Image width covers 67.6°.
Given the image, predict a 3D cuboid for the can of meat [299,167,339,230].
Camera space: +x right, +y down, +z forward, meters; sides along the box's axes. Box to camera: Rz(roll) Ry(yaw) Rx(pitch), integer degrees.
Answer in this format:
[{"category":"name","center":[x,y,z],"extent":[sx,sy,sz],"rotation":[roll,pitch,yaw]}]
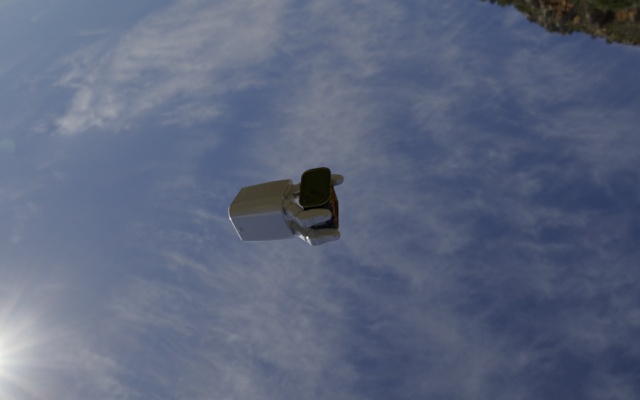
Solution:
[{"category":"can of meat","center":[0.000,0.003,0.891],"extent":[0.057,0.084,0.102],"rotation":[-9,42,11]}]
